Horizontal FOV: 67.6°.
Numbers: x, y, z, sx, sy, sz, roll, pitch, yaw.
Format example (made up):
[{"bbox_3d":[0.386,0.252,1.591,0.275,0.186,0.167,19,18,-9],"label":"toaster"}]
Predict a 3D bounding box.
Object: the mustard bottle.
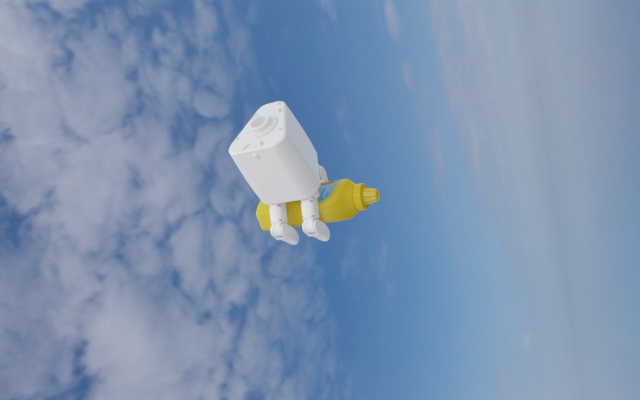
[{"bbox_3d":[0.000,0.003,0.756,0.191,0.058,0.096,-8,22,26],"label":"mustard bottle"}]
